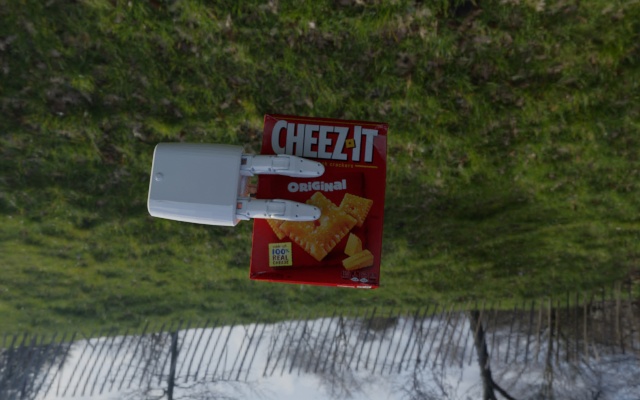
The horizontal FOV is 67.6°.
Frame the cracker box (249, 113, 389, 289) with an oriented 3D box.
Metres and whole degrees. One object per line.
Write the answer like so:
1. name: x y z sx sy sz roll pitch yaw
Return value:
1. cracker box: 0.000 0.002 0.623 0.164 0.213 0.072 4 -7 0
